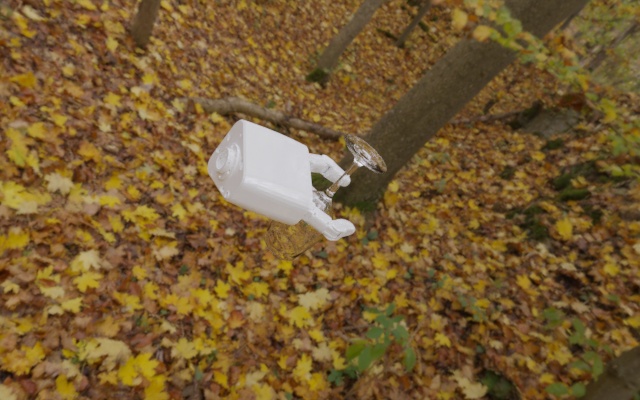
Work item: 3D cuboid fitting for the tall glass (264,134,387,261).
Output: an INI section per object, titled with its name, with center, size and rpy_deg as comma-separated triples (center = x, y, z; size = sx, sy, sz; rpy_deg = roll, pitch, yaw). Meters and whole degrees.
[tall glass]
center = 0.001, 0.002, 0.683
size = 0.201, 0.079, 0.079
rpy_deg = -47, -25, 26
